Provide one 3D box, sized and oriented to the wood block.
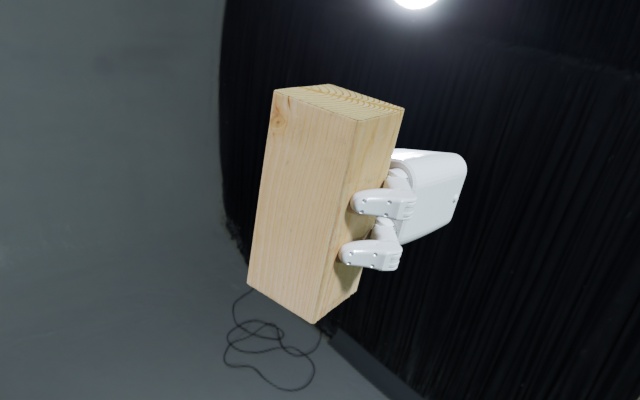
[{"bbox_3d":[0.000,0.001,0.470,0.091,0.206,0.090,25,28,28],"label":"wood block"}]
